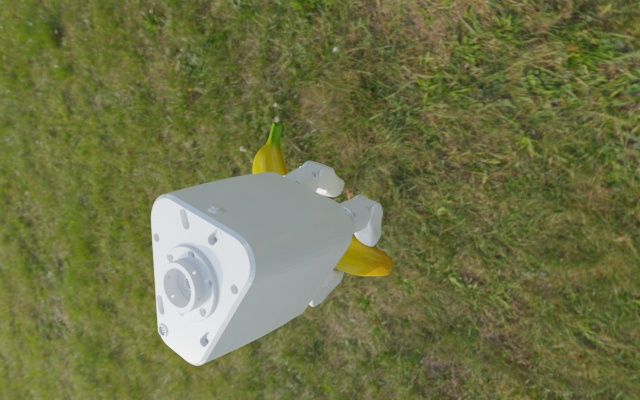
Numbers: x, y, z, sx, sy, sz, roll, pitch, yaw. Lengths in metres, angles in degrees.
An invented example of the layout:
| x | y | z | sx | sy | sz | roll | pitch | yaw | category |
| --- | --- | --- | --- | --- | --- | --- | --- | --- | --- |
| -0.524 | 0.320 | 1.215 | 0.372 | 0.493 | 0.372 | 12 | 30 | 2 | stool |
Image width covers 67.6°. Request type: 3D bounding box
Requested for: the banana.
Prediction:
| x | y | z | sx | sy | sz | roll | pitch | yaw | category |
| --- | --- | --- | --- | --- | --- | --- | --- | --- | --- |
| -0.013 | 0.012 | 0.476 | 0.070 | 0.197 | 0.037 | -49 | -20 | 27 | banana |
